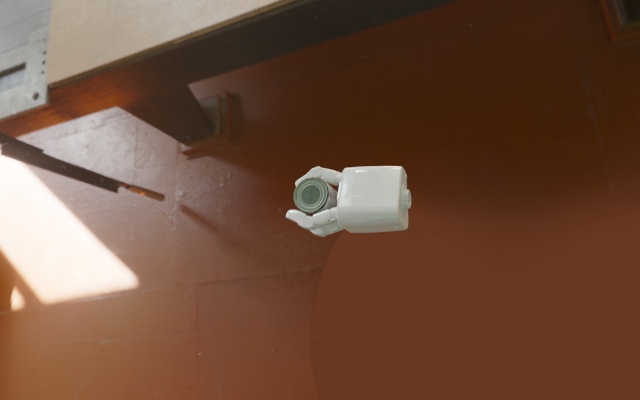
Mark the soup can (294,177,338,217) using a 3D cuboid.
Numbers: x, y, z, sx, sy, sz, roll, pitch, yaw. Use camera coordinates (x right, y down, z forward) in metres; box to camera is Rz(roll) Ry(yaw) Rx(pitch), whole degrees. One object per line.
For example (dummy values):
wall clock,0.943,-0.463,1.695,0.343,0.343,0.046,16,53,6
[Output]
soup can,0.000,0.003,0.880,0.068,0.068,0.102,0,-15,21
